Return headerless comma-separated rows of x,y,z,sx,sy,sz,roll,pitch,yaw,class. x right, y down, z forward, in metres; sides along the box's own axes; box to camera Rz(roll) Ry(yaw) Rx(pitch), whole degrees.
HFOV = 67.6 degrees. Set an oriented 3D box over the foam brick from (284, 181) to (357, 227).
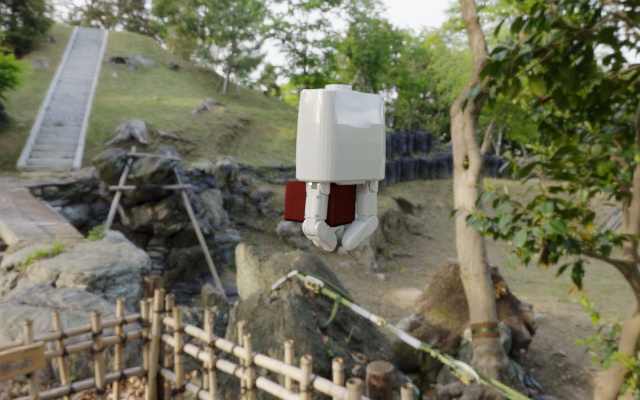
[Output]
0.000,0.002,0.608,0.078,0.051,0.053,5,8,33,foam brick
